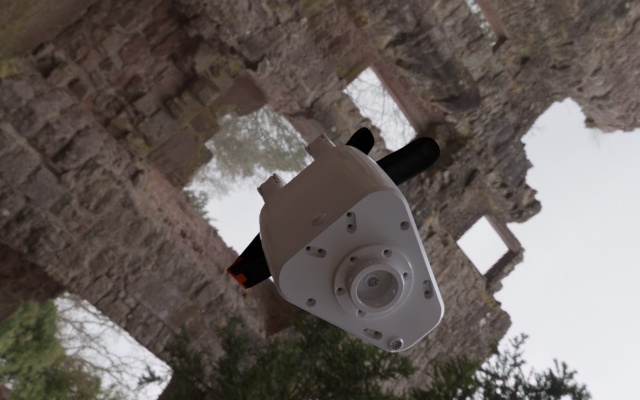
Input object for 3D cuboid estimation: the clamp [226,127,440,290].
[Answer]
[{"bbox_3d":[0.000,0.002,0.453,0.210,0.036,0.164,-39,17,4],"label":"clamp"}]
